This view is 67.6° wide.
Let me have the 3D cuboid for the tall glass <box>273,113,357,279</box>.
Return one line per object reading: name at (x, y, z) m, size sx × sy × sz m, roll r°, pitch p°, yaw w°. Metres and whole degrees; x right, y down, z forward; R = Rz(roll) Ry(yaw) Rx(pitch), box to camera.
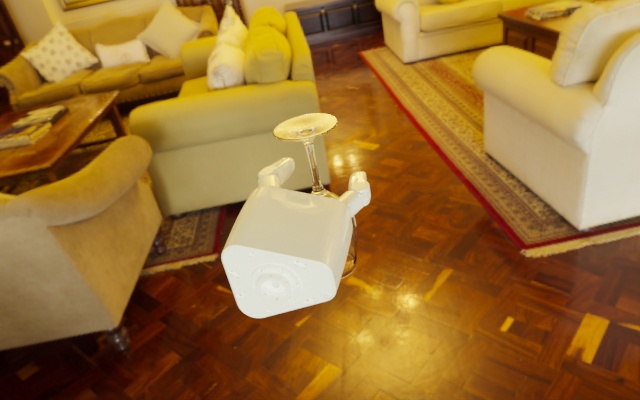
tall glass at (0.000, 0.001, 0.582) m, size 0.079 × 0.201 × 0.079 m, roll -9°, pitch 30°, yaw 5°
